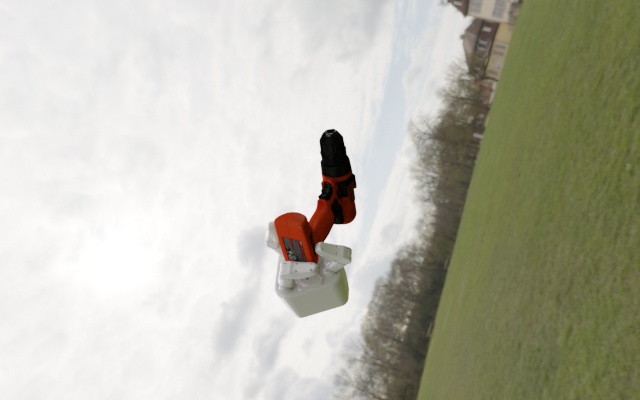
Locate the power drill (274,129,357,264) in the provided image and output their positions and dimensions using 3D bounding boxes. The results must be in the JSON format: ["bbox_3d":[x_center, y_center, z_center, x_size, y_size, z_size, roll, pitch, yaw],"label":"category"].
[{"bbox_3d":[0.000,0.003,0.763,0.057,0.185,0.187,10,42,29],"label":"power drill"}]
